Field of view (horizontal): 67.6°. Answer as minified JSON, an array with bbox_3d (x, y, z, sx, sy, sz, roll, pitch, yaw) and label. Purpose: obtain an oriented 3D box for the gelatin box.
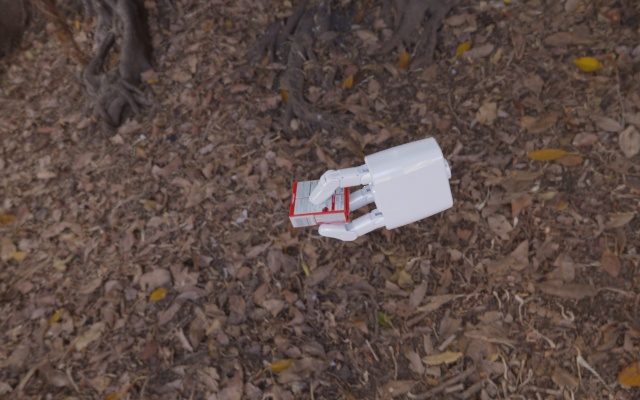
[{"bbox_3d":[0.000,0.002,0.735,0.089,0.073,0.030,-6,-43,11],"label":"gelatin box"}]
